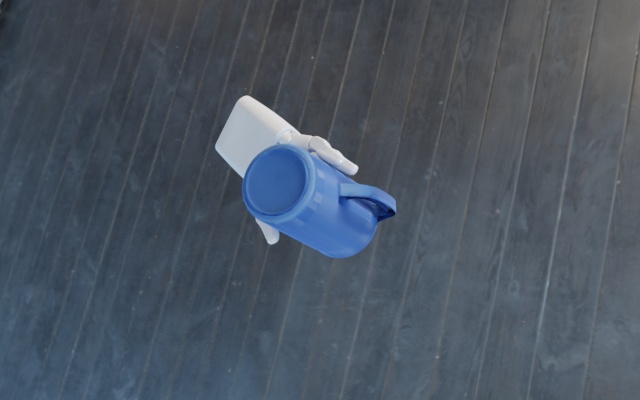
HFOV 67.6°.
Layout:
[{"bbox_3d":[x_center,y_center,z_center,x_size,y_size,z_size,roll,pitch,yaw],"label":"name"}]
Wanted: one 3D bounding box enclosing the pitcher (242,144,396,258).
[{"bbox_3d":[0.000,0.002,0.707,0.145,0.149,0.243,43,5,26],"label":"pitcher"}]
